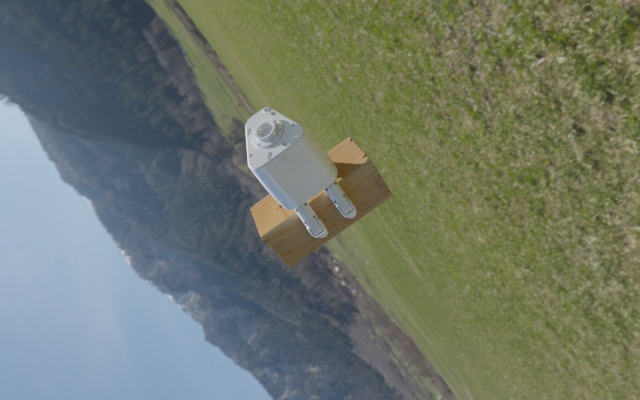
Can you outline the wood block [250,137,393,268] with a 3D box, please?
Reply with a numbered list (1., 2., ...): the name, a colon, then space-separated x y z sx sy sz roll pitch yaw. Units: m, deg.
1. wood block: 0.000 0.002 0.785 0.206 0.090 0.090 -35 38 4
